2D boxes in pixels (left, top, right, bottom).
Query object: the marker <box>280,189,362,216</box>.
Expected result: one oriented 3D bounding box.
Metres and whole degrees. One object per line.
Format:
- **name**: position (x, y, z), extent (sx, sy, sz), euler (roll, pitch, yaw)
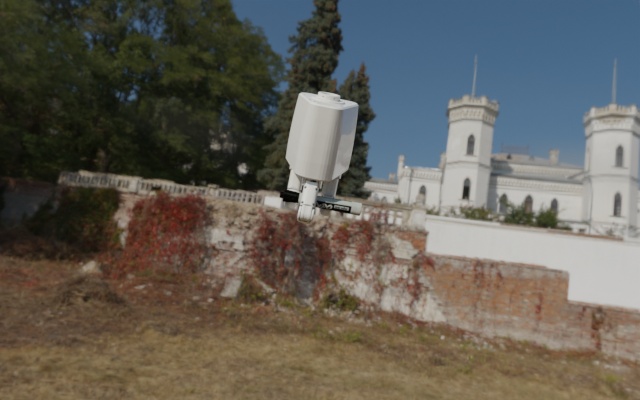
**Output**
- **marker**: position (0.000, 0.002, 0.701), extent (0.121, 0.020, 0.020), euler (11, 0, -1)
